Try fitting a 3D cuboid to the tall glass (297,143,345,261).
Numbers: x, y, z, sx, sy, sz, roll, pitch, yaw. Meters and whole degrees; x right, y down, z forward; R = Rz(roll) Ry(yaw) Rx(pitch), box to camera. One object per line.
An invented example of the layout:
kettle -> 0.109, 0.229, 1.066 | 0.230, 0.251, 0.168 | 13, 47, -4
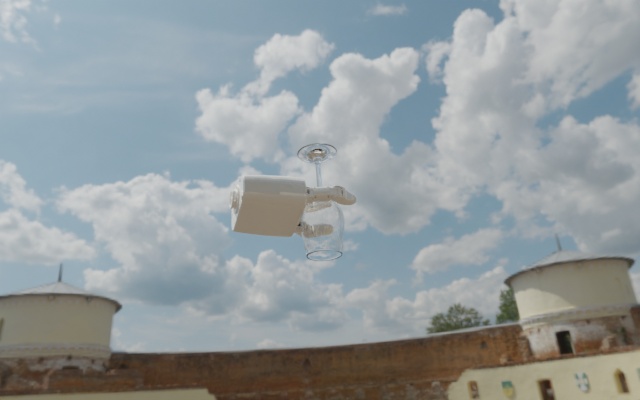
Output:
tall glass -> 0.000, 0.002, 0.849 | 0.079, 0.201, 0.079 | -4, -23, -2
